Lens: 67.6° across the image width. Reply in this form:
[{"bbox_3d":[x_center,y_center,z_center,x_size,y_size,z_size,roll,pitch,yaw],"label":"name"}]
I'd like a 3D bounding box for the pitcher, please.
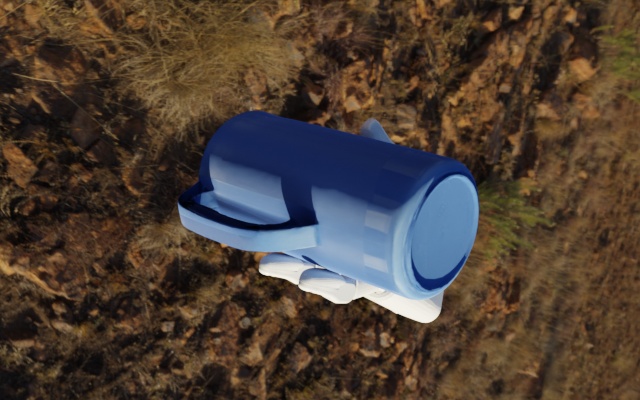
[{"bbox_3d":[0.000,0.001,0.420,0.243,0.149,0.145,18,-15,44],"label":"pitcher"}]
